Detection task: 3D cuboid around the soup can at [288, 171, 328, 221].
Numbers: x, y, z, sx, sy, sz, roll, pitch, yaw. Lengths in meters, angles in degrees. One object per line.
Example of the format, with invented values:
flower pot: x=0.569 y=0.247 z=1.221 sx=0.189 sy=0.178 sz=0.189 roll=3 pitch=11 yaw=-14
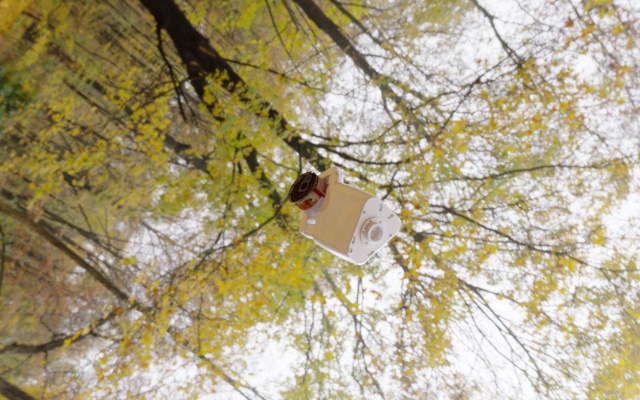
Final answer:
soup can: x=0.000 y=0.003 z=0.869 sx=0.102 sy=0.068 sz=0.068 roll=40 pitch=-24 yaw=-32
